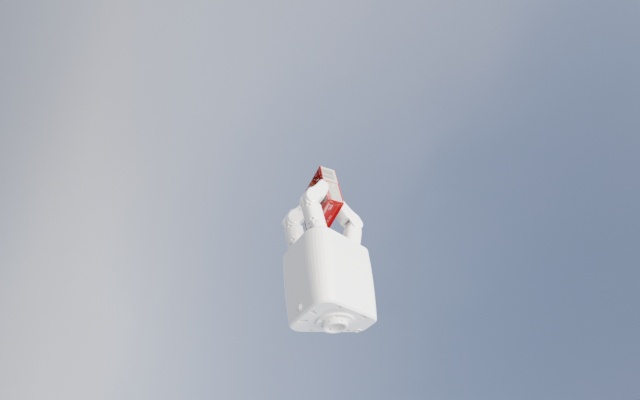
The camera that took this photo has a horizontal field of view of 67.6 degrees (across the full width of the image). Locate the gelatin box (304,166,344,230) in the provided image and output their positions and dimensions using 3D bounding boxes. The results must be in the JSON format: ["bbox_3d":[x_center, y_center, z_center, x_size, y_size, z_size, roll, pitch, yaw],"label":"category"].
[{"bbox_3d":[0.000,0.002,0.728,0.030,0.073,0.089,17,34,-22],"label":"gelatin box"}]
